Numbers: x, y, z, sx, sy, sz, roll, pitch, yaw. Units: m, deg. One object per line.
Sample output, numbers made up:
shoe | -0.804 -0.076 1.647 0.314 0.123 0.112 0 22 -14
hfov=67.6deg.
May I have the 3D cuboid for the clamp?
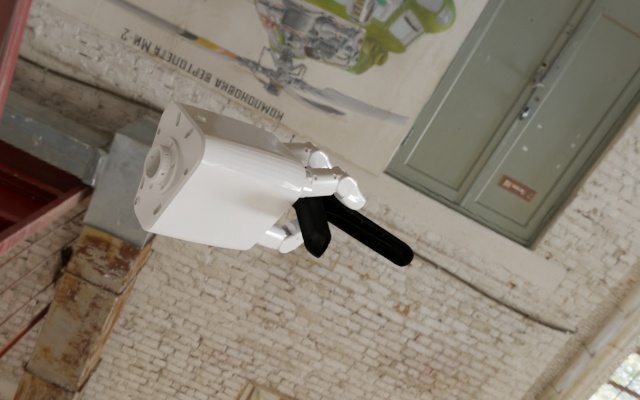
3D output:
clamp | -0.001 0.002 0.515 0.164 0.036 0.210 20 20 -45
